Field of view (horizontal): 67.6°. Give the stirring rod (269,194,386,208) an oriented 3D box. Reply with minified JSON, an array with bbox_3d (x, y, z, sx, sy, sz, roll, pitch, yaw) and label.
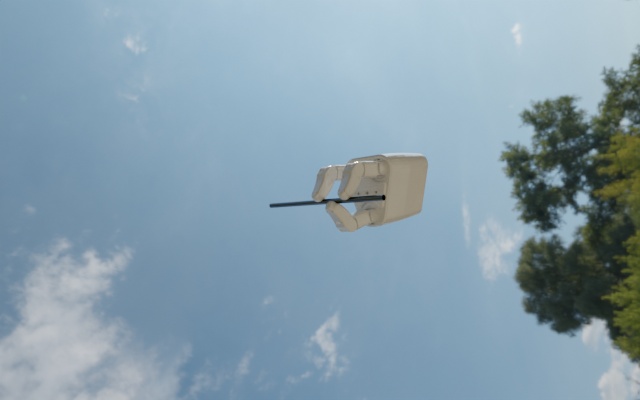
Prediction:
[{"bbox_3d":[0.000,0.002,0.708,0.011,0.011,0.239,0,-3,-43],"label":"stirring rod"}]
